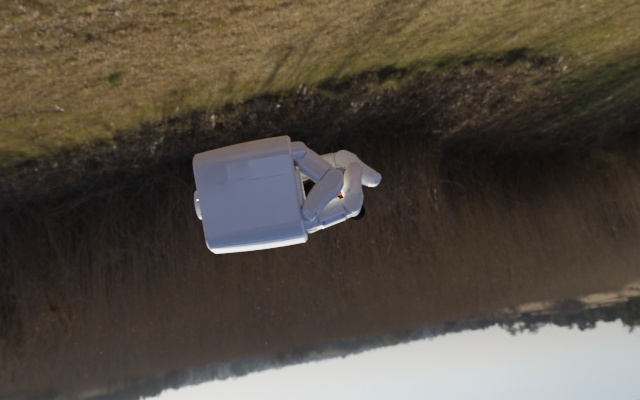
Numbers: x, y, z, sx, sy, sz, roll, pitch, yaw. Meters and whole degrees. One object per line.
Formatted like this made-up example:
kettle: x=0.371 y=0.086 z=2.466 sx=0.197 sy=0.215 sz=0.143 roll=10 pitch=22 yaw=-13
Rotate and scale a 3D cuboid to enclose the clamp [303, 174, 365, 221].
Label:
clamp: x=0.000 y=0.003 z=0.618 sx=0.120 sy=0.039 sz=0.171 roll=-10 pitch=-17 yaw=1
